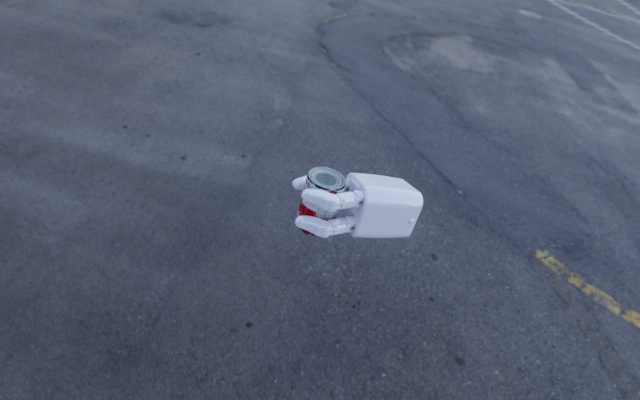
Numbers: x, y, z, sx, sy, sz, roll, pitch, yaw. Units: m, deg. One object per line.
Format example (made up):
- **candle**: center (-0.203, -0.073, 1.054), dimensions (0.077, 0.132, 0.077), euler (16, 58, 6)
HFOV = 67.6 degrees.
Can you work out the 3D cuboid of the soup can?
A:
- **soup can**: center (0.000, 0.002, 0.811), dimensions (0.068, 0.102, 0.068), euler (10, 35, -7)
